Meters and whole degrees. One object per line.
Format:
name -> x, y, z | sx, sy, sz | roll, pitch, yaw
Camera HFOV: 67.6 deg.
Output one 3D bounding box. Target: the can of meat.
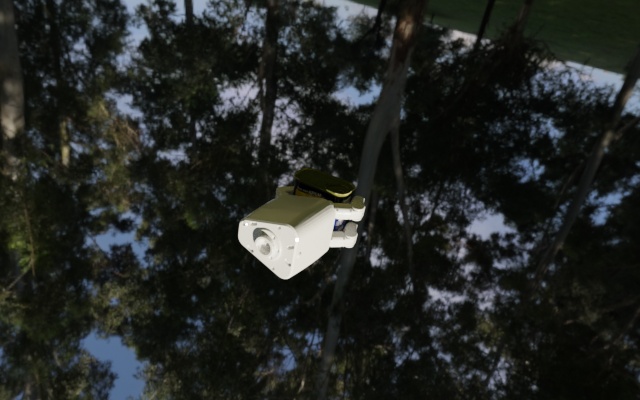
can of meat -> 0.000, 0.003, 0.810 | 0.102, 0.084, 0.057 | 22, 29, 20
